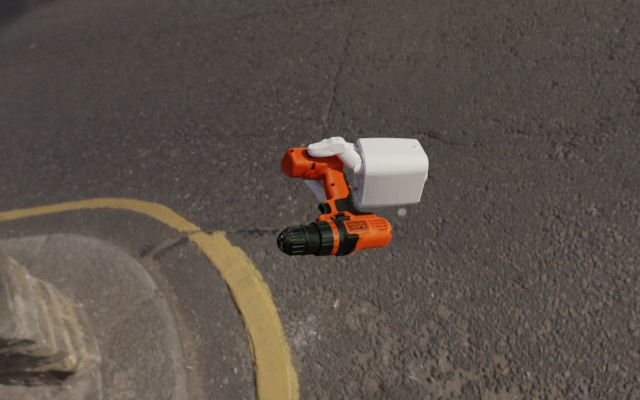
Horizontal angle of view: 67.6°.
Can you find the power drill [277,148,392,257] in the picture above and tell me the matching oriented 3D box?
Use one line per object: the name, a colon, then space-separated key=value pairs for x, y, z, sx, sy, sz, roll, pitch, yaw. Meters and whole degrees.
power drill: x=0.000 y=0.002 z=0.739 sx=0.184 sy=0.187 sz=0.057 roll=-2 pitch=-37 yaw=-29
